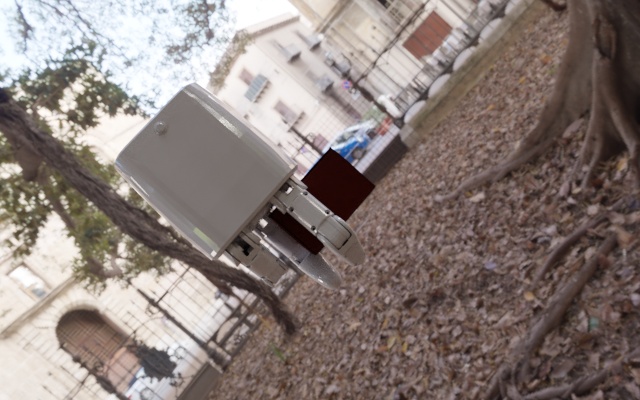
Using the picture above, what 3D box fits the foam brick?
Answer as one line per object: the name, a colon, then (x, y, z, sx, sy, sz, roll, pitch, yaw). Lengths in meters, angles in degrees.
foam brick: (0.000, 0.001, 0.409, 0.051, 0.078, 0.053, 42, -7, -1)
